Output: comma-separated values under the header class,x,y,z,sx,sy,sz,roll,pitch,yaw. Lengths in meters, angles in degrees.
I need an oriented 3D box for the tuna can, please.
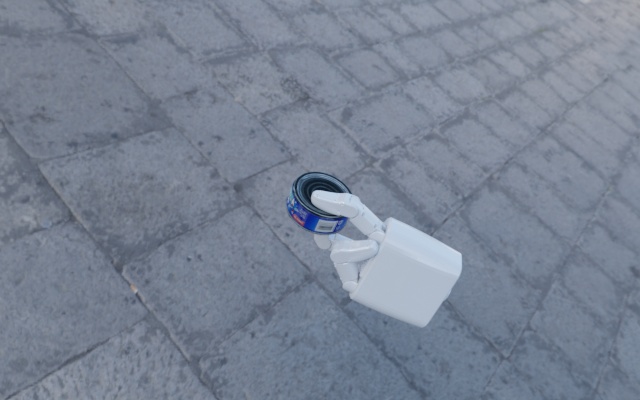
class,x,y,z,sx,sy,sz,roll,pitch,yaw
tuna can,0.000,0.002,0.622,0.086,0.086,0.034,0,-43,-25
